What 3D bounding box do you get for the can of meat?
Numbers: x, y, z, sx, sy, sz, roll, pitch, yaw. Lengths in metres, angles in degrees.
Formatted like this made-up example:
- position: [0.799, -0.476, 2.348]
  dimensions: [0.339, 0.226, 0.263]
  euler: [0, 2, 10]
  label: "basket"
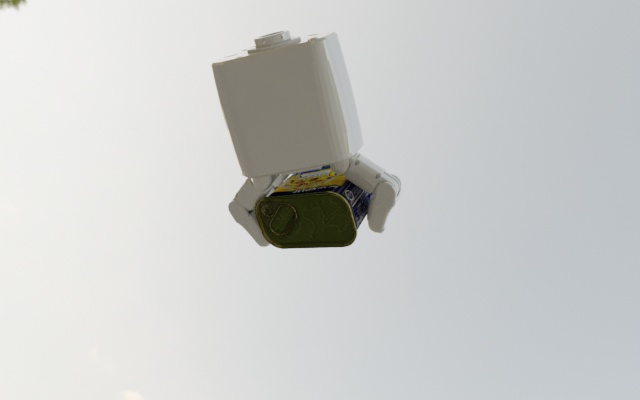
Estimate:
- position: [0.000, 0.001, 0.478]
  dimensions: [0.102, 0.057, 0.084]
  euler: [-5, 25, 28]
  label: "can of meat"
